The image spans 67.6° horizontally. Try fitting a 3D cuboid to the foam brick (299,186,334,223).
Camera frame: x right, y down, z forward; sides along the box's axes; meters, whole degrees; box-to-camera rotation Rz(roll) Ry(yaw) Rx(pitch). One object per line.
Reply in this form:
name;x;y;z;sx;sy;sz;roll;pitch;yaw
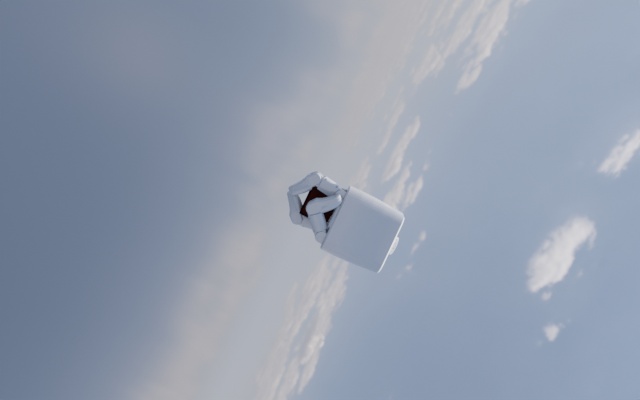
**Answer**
foam brick;0.000;0.003;0.837;0.051;0.053;0.078;25;15;-1
